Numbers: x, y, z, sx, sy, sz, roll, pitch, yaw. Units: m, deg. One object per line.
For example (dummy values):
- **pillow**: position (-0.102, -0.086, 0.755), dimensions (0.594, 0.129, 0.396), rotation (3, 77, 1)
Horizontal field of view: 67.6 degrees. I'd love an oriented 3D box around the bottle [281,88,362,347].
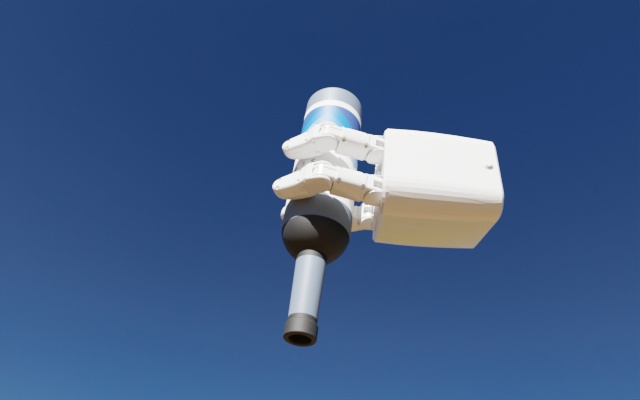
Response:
- **bottle**: position (0.000, 0.001, 0.478), dimensions (0.069, 0.295, 0.069), rotation (5, -41, 4)
